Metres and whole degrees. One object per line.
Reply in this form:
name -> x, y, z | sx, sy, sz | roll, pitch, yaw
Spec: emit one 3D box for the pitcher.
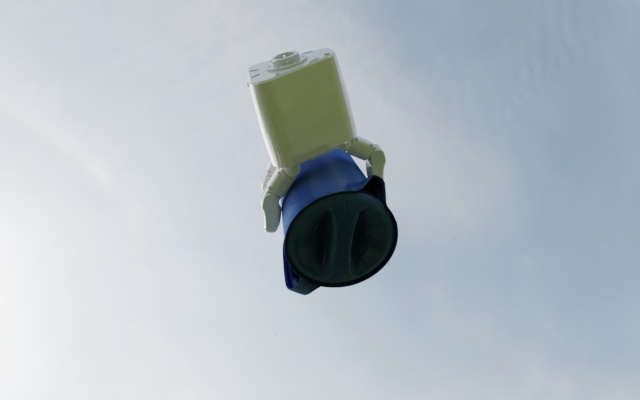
pitcher -> 0.000, 0.002, 0.647 | 0.149, 0.145, 0.242 | -17, 30, -1
